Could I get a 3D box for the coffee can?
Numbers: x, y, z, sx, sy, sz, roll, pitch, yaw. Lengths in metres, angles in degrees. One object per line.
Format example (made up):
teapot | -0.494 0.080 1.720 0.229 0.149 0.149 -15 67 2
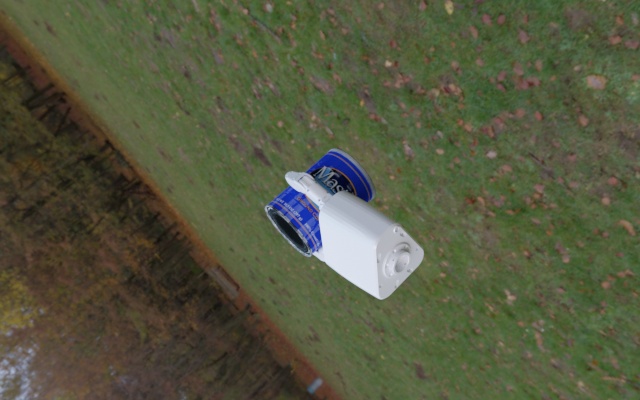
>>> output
coffee can | 0.000 0.002 0.736 0.140 0.103 0.103 -42 14 -17
